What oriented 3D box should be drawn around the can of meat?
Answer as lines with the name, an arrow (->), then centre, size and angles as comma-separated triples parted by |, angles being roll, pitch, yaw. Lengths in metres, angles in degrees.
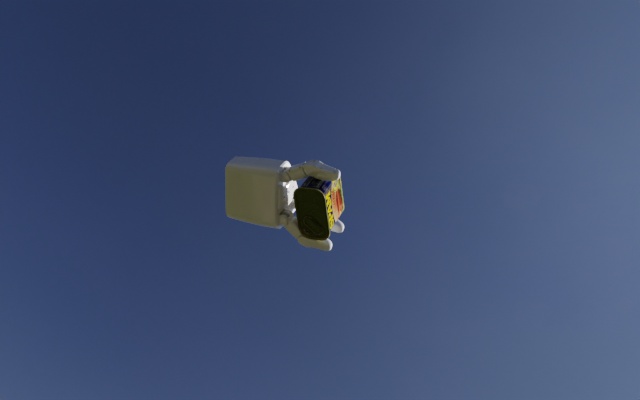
can of meat -> 0.000, 0.002, 0.818 | 0.057, 0.102, 0.084 | 6, 33, 22
